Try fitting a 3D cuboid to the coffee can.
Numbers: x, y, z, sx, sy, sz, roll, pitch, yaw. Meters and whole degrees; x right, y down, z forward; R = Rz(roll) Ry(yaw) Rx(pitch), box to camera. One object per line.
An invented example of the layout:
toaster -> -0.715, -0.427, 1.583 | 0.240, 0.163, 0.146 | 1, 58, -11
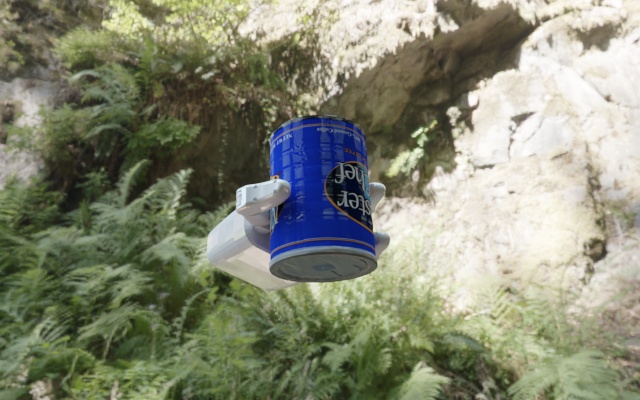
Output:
coffee can -> 0.000, 0.002, 0.477 | 0.103, 0.140, 0.103 | -2, -23, -1
